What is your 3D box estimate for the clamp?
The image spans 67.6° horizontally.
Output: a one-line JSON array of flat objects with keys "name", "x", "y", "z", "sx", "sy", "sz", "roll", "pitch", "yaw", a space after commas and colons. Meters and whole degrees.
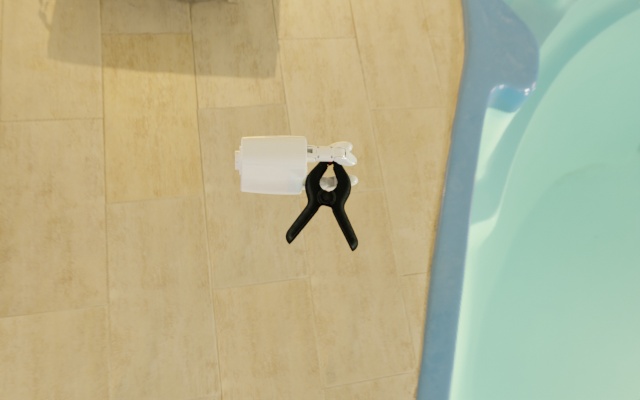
[{"name": "clamp", "x": 0.000, "y": 0.002, "z": 0.809, "sx": 0.120, "sy": 0.171, "sz": 0.039, "roll": 0, "pitch": -15, "yaw": -7}]
